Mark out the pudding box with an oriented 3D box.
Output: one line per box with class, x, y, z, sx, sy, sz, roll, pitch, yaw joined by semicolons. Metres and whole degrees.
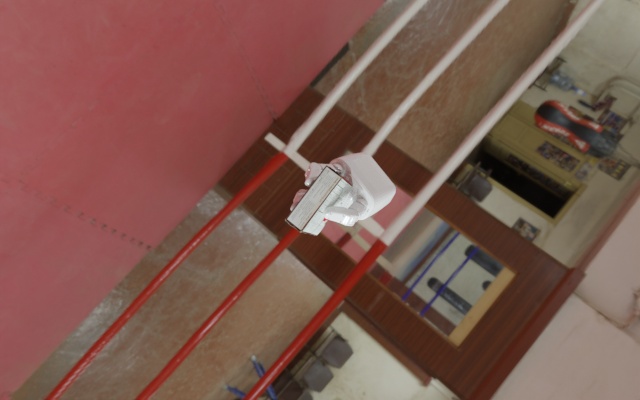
pudding box;0.000;0.003;0.789;0.039;0.113;0.090;36;2;18
